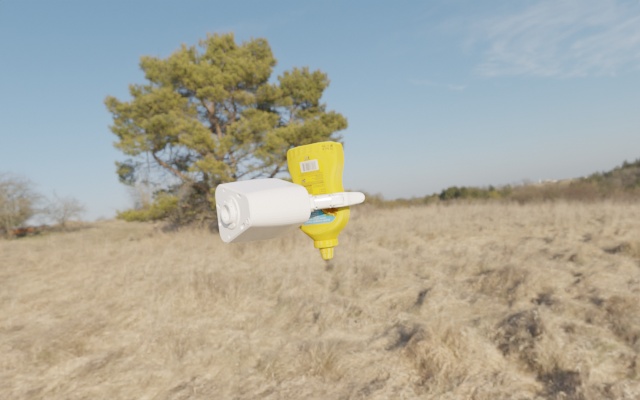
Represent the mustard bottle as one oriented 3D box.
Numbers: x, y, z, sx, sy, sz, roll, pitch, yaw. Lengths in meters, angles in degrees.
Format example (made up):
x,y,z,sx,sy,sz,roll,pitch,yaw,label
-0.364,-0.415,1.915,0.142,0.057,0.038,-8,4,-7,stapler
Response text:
x,y,z,sx,sy,sz,roll,pitch,yaw,label
0.000,0.002,0.801,0.096,0.191,0.058,-8,-1,26,mustard bottle
